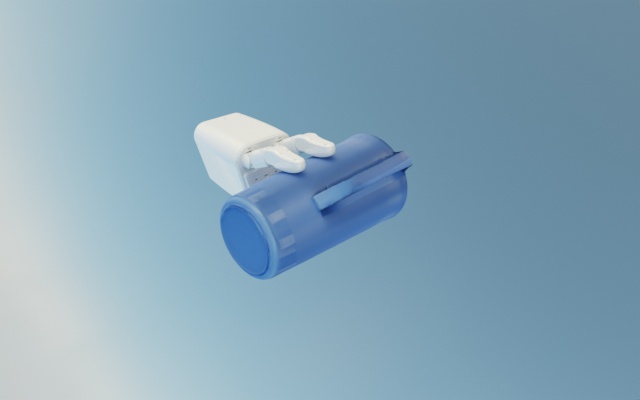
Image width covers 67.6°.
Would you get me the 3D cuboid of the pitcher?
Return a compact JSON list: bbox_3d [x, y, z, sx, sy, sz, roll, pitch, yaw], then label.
[{"bbox_3d":[0.000,0.002,0.622,0.145,0.149,0.242,32,41,33],"label":"pitcher"}]
